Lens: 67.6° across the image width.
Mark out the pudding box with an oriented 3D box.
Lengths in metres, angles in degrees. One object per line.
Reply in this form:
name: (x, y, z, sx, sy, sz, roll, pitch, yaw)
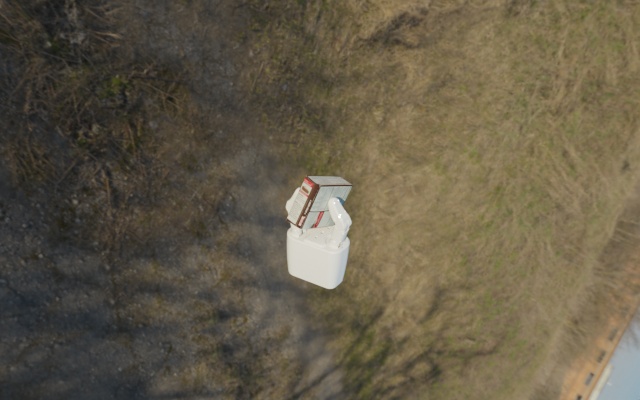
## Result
pudding box: (0.000, 0.003, 0.848, 0.039, 0.090, 0.113, 33, 19, 27)
